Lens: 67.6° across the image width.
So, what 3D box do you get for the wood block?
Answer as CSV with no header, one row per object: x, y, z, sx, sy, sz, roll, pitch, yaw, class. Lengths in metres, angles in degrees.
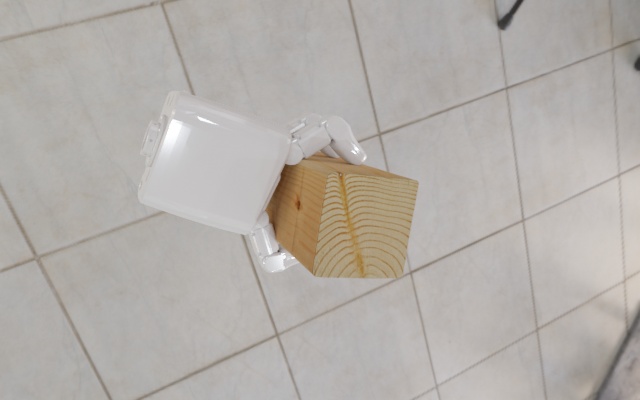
0.000,0.002,0.492,0.090,0.091,0.206,4,11,-24,wood block
